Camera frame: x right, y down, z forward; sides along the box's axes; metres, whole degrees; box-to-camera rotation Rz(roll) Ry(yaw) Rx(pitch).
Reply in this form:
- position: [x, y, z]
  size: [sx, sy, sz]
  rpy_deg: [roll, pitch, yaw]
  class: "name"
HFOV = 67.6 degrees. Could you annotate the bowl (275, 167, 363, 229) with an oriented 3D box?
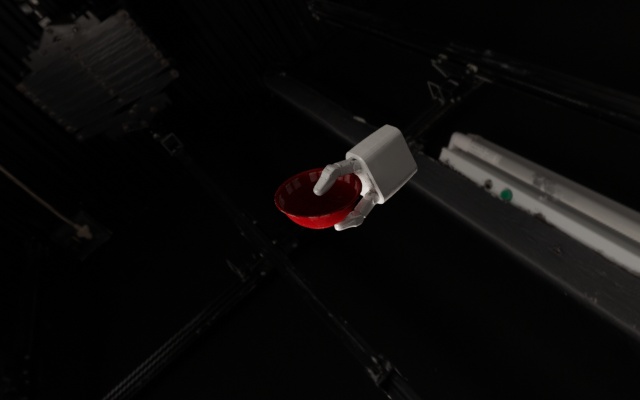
- position: [-0.001, 0.004, 0.879]
  size: [0.162, 0.055, 0.162]
  rpy_deg: [-8, 34, 5]
  class: "bowl"
